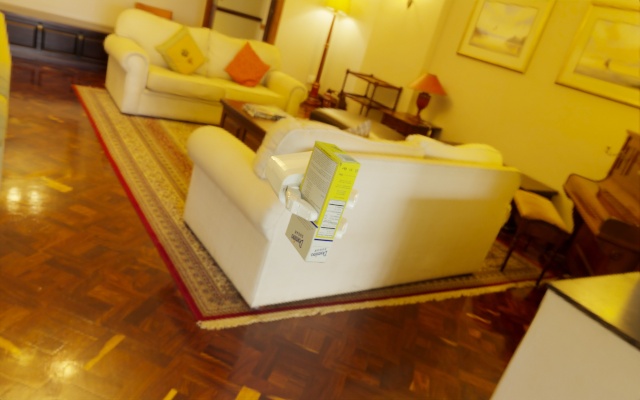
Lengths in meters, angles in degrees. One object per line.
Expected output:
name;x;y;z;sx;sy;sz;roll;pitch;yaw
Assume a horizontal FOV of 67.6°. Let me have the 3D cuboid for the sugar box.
sugar box;0.001;0.002;0.774;0.048;0.176;0.093;5;24;-30
